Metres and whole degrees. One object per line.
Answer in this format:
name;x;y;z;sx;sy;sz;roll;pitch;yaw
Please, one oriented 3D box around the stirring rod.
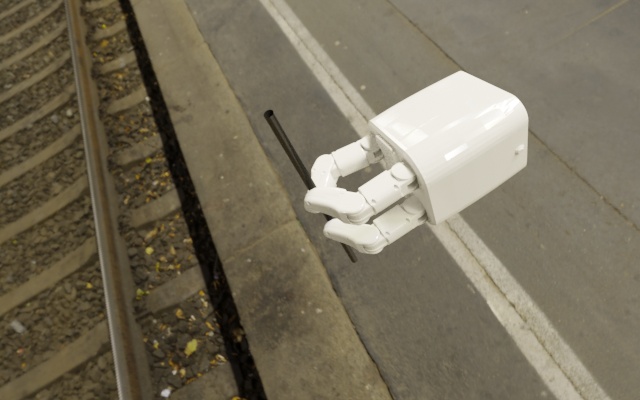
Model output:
stirring rod;0.000;0.001;0.444;0.011;0.011;0.240;0;-33;22
